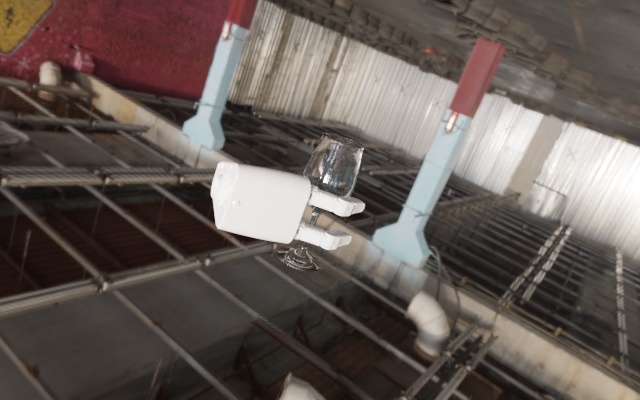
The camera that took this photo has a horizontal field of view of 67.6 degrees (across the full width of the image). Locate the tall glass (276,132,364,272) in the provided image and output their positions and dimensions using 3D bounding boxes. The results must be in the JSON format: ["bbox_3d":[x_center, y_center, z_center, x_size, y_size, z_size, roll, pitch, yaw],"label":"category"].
[{"bbox_3d":[0.000,0.003,0.714,0.079,0.201,0.079,19,16,-6],"label":"tall glass"}]
